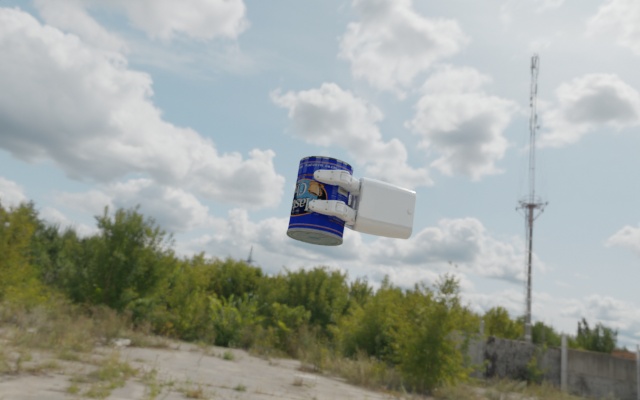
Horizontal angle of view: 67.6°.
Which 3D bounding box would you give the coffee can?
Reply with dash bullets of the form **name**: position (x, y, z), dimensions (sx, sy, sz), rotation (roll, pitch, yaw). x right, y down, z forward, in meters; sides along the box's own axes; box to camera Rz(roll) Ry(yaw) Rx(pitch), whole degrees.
- **coffee can**: position (0.000, 0.003, 0.870), dimensions (0.103, 0.140, 0.103), rotation (9, -16, 3)
